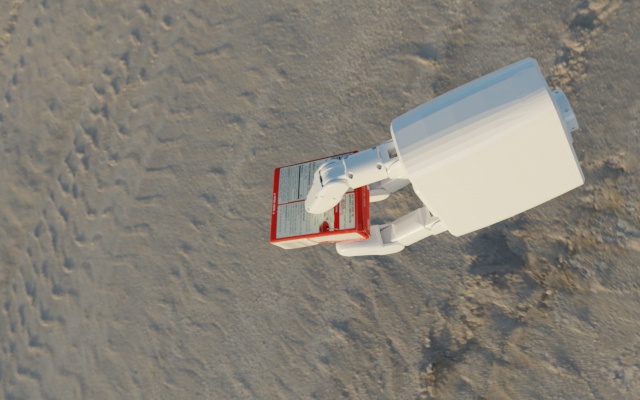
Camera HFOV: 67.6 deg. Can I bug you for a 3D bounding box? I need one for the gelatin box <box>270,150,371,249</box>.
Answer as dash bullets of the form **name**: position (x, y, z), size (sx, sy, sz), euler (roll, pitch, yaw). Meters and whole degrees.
- **gelatin box**: position (0.000, 0.001, 0.426), size (0.089, 0.073, 0.030), euler (-10, -23, 26)
